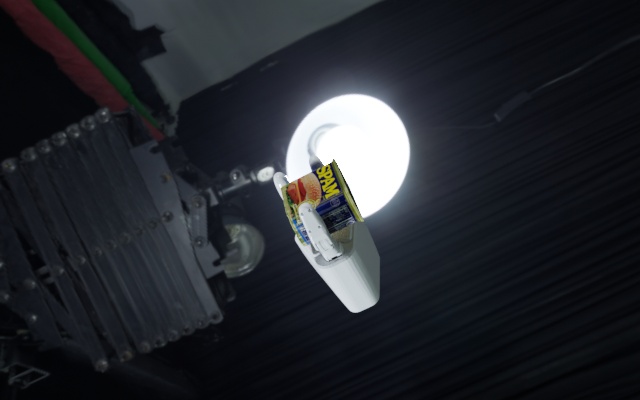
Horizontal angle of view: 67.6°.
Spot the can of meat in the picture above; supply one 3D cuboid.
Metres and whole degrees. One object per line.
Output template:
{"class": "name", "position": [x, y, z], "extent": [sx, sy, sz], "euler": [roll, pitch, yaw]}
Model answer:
{"class": "can of meat", "position": [0.000, 0.002, 0.626], "extent": [0.084, 0.057, 0.102], "euler": [-27, 37, 6]}
